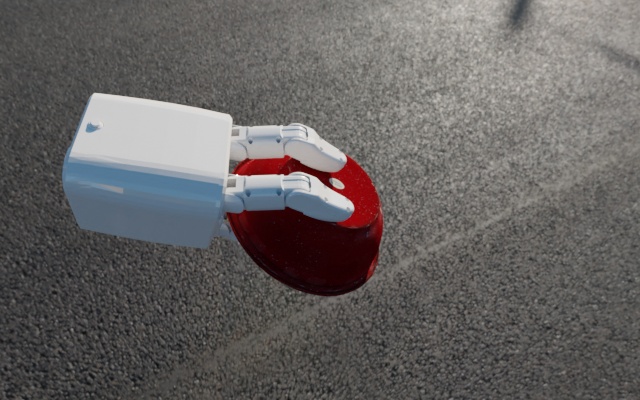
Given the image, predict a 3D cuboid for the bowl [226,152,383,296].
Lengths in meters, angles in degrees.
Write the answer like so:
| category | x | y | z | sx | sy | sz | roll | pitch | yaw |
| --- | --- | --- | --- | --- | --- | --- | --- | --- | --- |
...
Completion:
| category | x | y | z | sx | sy | sz | roll | pitch | yaw |
| --- | --- | --- | --- | --- | --- | --- | --- | --- | --- |
| bowl | 0.001 | 0.001 | 0.430 | 0.162 | 0.162 | 0.055 | 0 | -35 | -37 |
